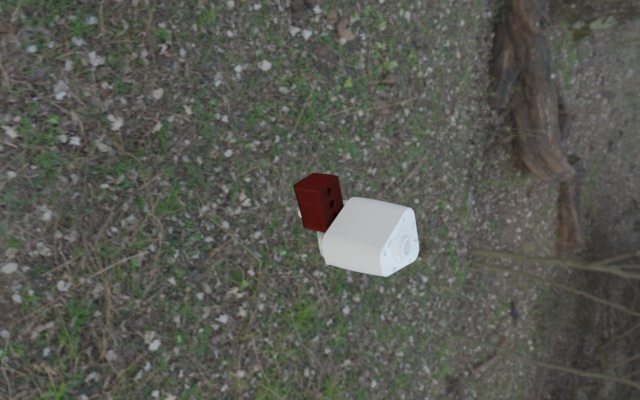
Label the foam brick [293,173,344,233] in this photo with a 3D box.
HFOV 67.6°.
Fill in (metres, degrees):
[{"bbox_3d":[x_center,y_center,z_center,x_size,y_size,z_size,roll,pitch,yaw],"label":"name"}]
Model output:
[{"bbox_3d":[0.000,0.002,0.747,0.051,0.078,0.053,9,34,39],"label":"foam brick"}]
